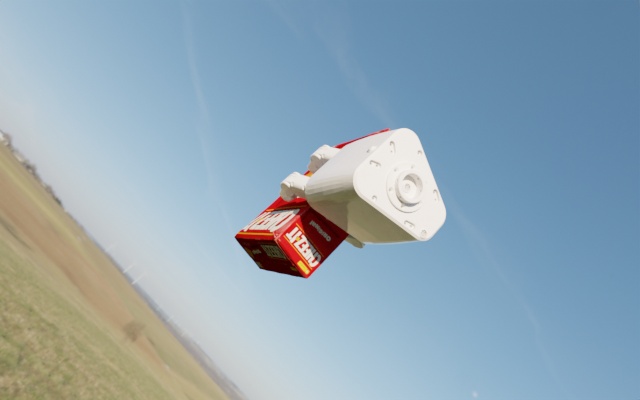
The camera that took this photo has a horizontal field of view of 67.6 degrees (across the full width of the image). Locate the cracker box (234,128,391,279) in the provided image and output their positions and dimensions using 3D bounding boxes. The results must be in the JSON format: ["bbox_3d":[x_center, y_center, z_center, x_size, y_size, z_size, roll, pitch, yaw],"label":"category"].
[{"bbox_3d":[0.000,0.002,0.649,0.213,0.072,0.164,-43,15,-22],"label":"cracker box"}]
